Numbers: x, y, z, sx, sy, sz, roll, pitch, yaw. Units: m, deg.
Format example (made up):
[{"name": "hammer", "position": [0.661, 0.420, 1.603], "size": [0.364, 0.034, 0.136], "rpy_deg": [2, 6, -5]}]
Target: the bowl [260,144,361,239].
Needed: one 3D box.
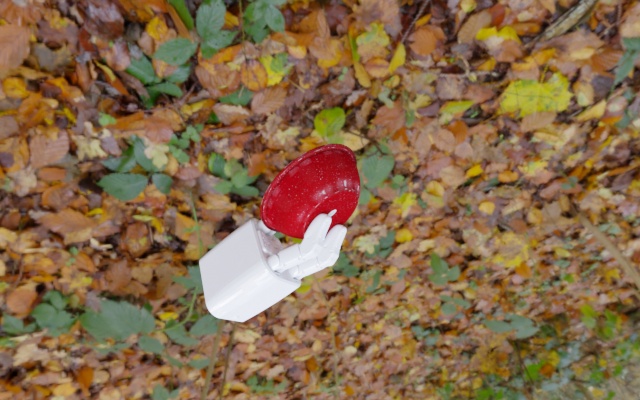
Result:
[{"name": "bowl", "position": [0.001, 0.001, 0.655], "size": [0.162, 0.162, 0.055], "rpy_deg": [0, 41, -48]}]
